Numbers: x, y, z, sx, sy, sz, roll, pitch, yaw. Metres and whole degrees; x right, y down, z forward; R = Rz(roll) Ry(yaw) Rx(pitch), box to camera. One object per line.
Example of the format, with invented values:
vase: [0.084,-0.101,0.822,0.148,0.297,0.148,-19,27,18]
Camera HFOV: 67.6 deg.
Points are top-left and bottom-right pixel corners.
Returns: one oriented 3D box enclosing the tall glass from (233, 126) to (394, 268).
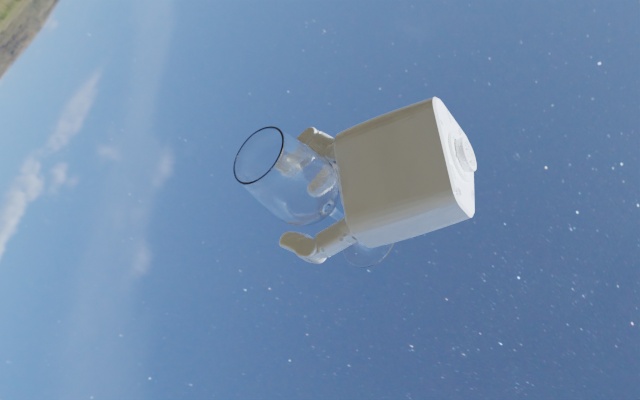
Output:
tall glass: [0.000,0.002,0.505,0.079,0.079,0.201,0,-26,41]
